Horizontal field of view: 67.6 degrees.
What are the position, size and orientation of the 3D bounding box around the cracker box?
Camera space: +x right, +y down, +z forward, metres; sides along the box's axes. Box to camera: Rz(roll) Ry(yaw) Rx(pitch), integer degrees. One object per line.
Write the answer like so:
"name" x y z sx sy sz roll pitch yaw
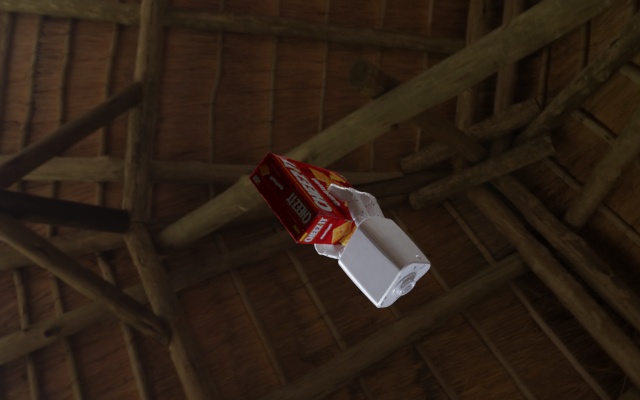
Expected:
"cracker box" 0.000 0.003 0.866 0.214 0.072 0.164 12 31 -53
